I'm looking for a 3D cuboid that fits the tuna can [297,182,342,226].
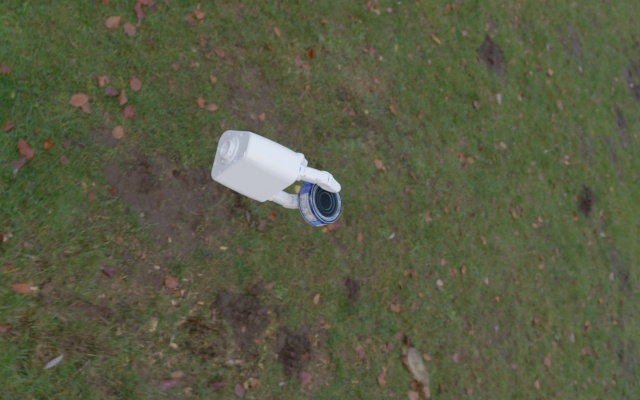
[{"bbox_3d":[0.001,0.003,0.869,0.034,0.086,0.086,-13,-9,42],"label":"tuna can"}]
